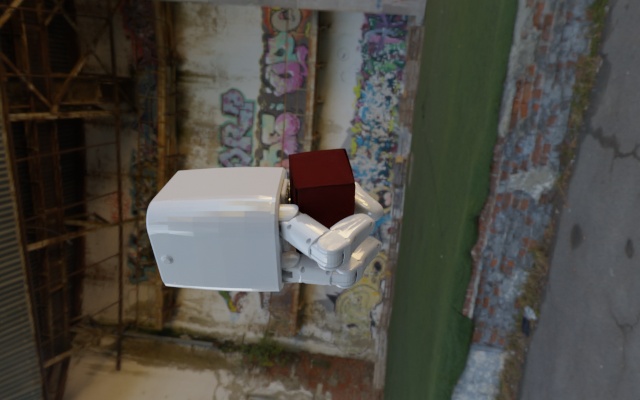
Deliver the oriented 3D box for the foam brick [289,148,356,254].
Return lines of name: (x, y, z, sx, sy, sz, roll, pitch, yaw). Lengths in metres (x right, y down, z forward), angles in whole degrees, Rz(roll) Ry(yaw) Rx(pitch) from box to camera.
foam brick: (0.000, 0.001, 0.423, 0.051, 0.078, 0.053, -4, 39, -6)
